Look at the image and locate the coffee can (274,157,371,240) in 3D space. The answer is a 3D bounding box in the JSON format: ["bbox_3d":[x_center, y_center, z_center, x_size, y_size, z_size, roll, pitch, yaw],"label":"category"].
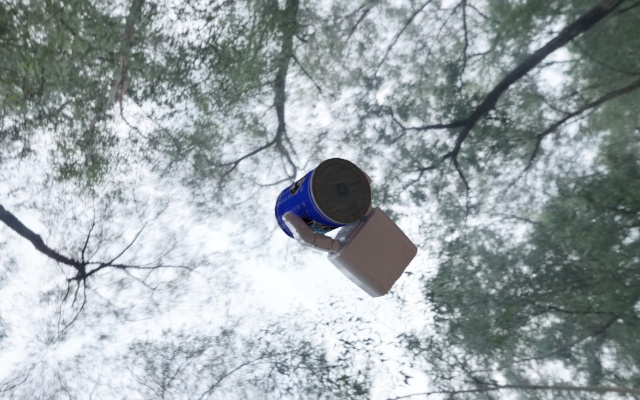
[{"bbox_3d":[0.000,0.002,0.766,0.103,0.102,0.140,0,-15,-29],"label":"coffee can"}]
